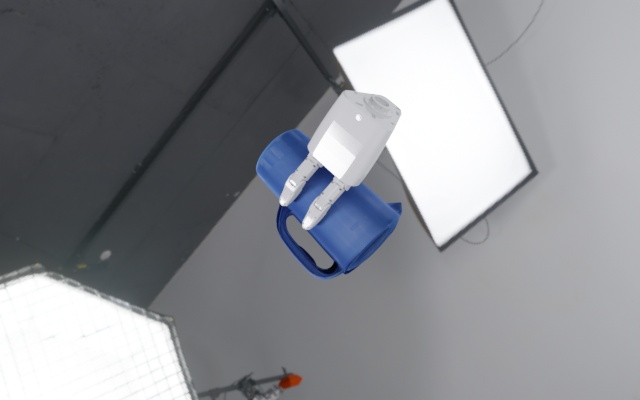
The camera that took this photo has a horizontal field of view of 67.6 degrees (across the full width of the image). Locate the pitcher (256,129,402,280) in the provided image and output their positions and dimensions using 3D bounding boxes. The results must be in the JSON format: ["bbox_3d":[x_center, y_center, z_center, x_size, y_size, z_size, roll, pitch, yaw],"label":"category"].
[{"bbox_3d":[0.000,0.002,0.795,0.242,0.145,0.149,44,34,15],"label":"pitcher"}]
